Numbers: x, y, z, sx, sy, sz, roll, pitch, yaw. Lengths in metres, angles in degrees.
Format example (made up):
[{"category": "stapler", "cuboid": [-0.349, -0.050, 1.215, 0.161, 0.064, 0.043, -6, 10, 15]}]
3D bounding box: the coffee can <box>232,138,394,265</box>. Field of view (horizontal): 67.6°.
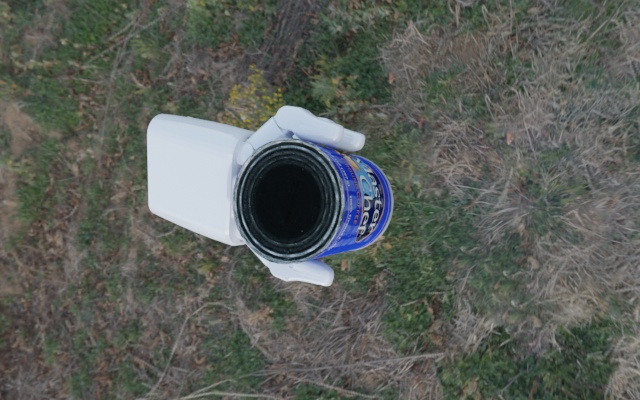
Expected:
[{"category": "coffee can", "cuboid": [0.000, 0.002, 0.447, 0.103, 0.103, 0.140, 0, -1, 24]}]
